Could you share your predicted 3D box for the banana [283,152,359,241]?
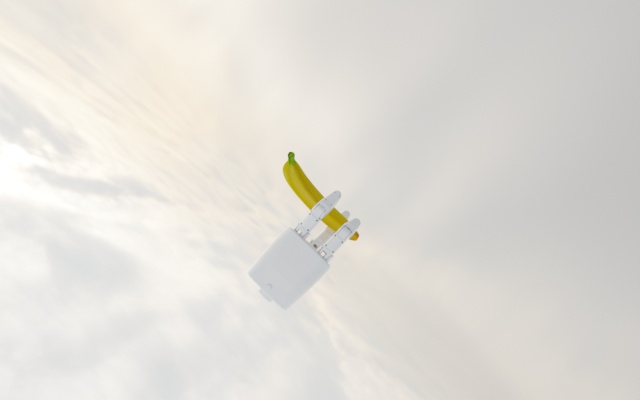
[{"bbox_3d":[-0.008,-0.001,0.845,0.037,0.198,0.069,-44,16,-11],"label":"banana"}]
